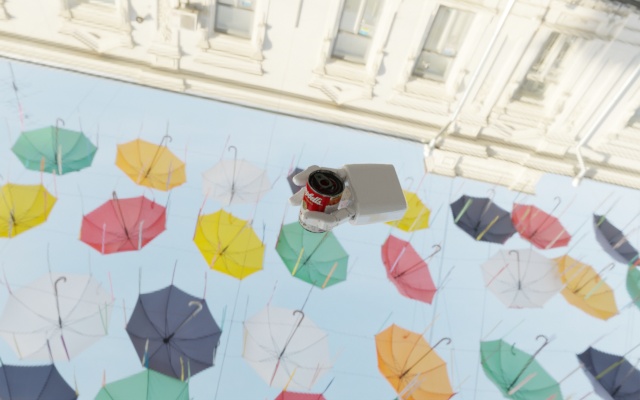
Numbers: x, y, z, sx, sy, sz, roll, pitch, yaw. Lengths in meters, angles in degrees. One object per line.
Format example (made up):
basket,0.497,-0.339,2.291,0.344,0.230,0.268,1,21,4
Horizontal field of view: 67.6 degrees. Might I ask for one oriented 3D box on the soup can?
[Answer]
soup can,0.000,0.003,0.875,0.068,0.068,0.102,0,-44,-17
